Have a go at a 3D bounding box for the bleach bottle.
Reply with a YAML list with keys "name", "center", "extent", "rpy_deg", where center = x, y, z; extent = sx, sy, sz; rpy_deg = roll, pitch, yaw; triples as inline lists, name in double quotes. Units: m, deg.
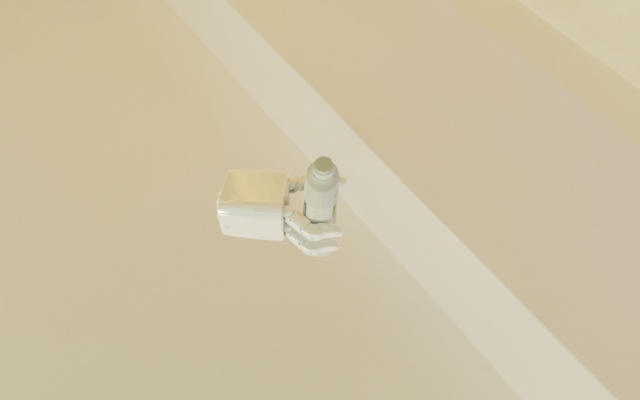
- name: "bleach bottle"
  center: [0.000, 0.003, 0.801]
  extent: [0.068, 0.102, 0.251]
  rpy_deg: [5, -30, 0]
